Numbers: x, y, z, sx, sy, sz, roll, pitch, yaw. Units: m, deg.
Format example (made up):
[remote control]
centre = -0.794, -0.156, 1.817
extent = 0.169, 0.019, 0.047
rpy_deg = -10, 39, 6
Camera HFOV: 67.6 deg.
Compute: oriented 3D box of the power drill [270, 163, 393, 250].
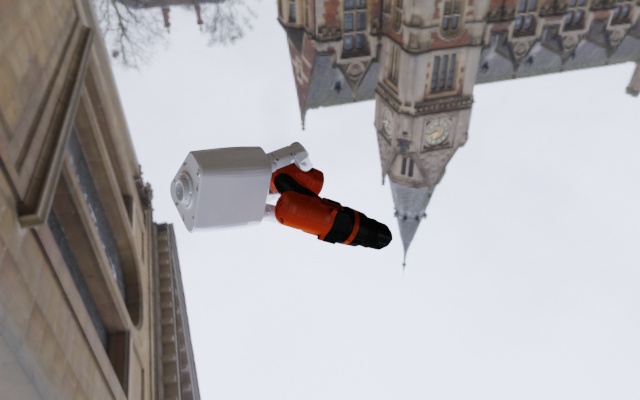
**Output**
[power drill]
centre = 0.000, 0.002, 0.709
extent = 0.184, 0.057, 0.187
rpy_deg = 20, 14, -30
